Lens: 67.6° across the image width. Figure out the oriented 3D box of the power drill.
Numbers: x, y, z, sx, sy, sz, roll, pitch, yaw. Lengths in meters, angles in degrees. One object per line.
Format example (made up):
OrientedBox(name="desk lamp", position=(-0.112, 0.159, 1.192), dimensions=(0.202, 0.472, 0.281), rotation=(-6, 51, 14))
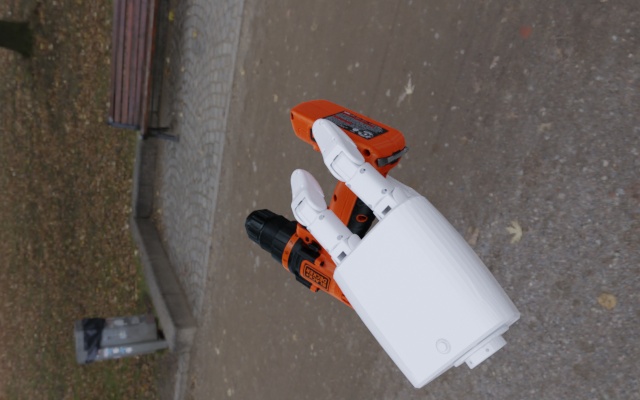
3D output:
OrientedBox(name="power drill", position=(0.000, 0.001, 0.473), dimensions=(0.184, 0.188, 0.057), rotation=(27, 37, 27))
